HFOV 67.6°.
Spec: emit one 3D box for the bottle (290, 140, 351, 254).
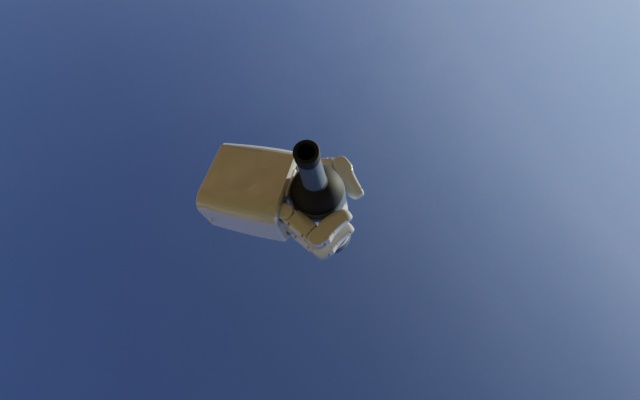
[{"bbox_3d":[0.000,0.002,0.611,0.069,0.069,0.296,0,-20,6],"label":"bottle"}]
